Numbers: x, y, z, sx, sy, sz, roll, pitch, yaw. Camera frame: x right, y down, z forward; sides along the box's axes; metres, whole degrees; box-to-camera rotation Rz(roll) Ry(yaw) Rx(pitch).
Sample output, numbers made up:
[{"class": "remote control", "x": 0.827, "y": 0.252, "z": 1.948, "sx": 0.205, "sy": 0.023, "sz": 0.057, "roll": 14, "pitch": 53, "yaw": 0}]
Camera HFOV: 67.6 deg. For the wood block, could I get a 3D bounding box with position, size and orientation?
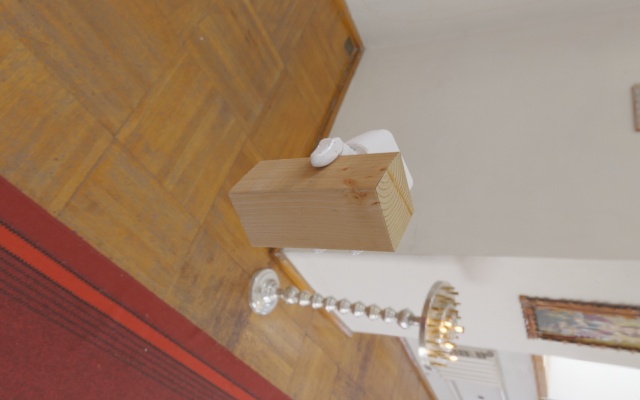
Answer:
[{"class": "wood block", "x": 0.000, "y": 0.002, "z": 0.607, "sx": 0.206, "sy": 0.091, "sz": 0.090, "roll": -1, "pitch": 32, "yaw": 30}]
